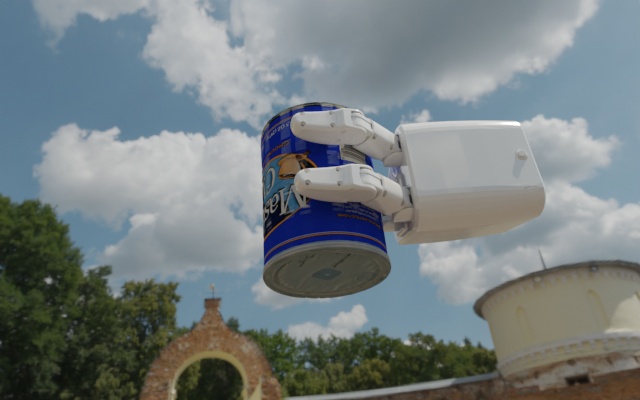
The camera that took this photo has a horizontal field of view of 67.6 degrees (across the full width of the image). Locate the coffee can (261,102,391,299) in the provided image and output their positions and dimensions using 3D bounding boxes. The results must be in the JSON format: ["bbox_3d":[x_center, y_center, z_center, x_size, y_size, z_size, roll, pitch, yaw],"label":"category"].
[{"bbox_3d":[0.000,0.002,0.416,0.103,0.140,0.103,-4,-31,-2],"label":"coffee can"}]
